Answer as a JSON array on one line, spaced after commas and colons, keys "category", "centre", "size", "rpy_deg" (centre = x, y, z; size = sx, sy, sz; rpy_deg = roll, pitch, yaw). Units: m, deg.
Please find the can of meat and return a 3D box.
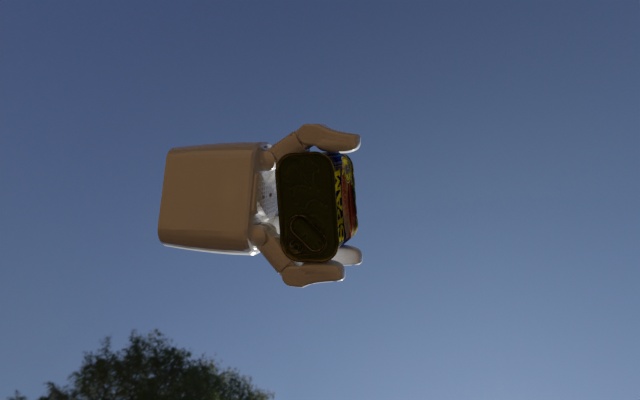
[{"category": "can of meat", "centre": [0.000, 0.001, 0.471], "size": [0.057, 0.102, 0.084], "rpy_deg": [-2, 7, 19]}]
